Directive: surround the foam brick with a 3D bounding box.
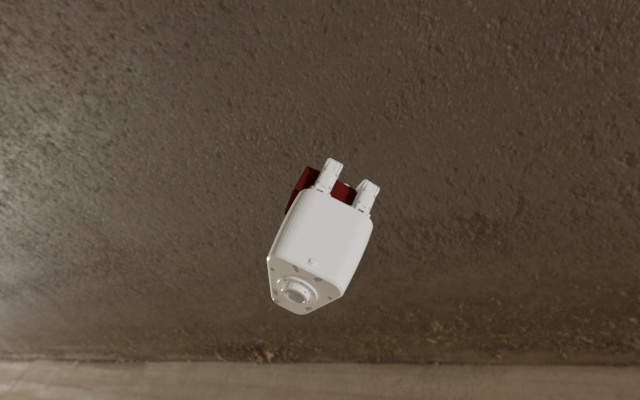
[{"bbox_3d":[0.000,0.002,0.627,0.078,0.051,0.053,26,-42,1],"label":"foam brick"}]
